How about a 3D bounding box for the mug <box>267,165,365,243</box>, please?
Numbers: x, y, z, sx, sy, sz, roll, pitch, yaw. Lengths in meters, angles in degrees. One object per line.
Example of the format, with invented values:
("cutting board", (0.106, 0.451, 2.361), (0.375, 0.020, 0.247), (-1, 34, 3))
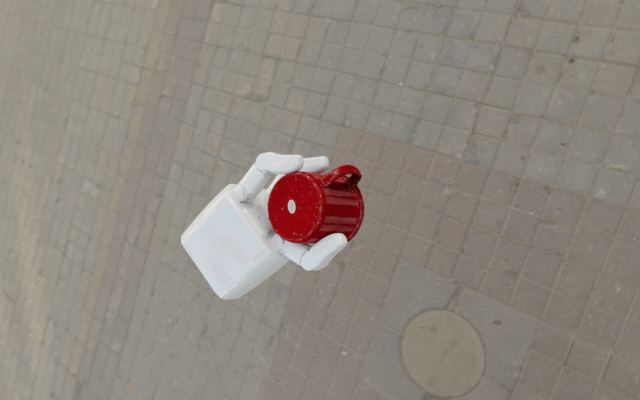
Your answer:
("mug", (0.001, 0.001, 0.558), (0.117, 0.093, 0.081), (-43, -25, 24))
